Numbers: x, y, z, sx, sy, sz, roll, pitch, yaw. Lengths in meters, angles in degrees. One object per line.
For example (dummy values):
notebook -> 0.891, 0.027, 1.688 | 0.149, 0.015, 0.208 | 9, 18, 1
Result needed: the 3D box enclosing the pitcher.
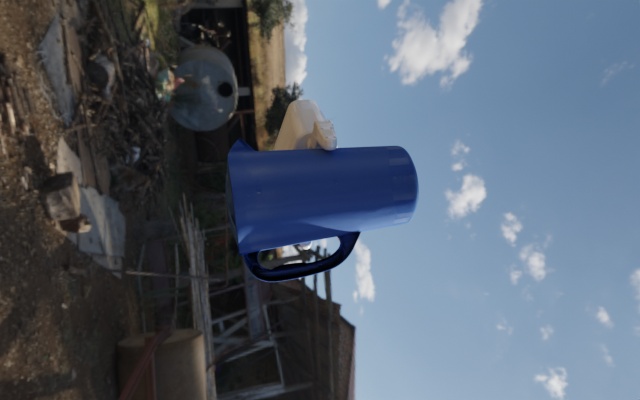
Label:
pitcher -> 0.000, 0.002, 0.630 | 0.243, 0.149, 0.145 | -6, 40, -11
